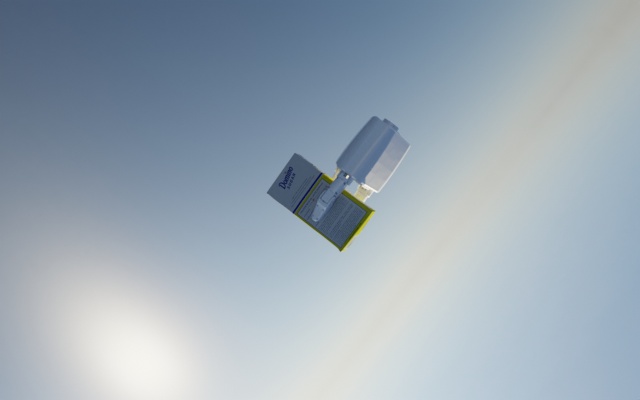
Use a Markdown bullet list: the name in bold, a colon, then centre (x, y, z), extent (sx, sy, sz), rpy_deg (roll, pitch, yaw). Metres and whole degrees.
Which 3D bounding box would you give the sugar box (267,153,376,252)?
- **sugar box**: centre (0.000, 0.003, 0.856), extent (0.176, 0.093, 0.048), rpy_deg (38, 7, 14)
